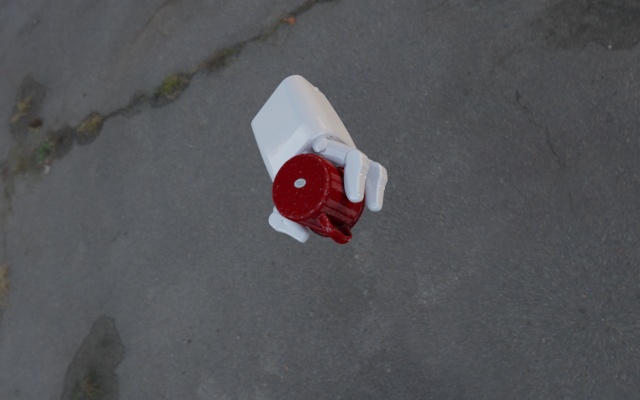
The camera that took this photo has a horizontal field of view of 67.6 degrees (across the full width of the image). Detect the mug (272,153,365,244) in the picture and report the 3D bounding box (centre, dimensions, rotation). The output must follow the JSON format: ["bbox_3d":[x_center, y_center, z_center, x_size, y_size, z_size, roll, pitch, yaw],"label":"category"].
[{"bbox_3d":[0.000,0.003,0.570,0.093,0.117,0.081,-36,-29,19],"label":"mug"}]
